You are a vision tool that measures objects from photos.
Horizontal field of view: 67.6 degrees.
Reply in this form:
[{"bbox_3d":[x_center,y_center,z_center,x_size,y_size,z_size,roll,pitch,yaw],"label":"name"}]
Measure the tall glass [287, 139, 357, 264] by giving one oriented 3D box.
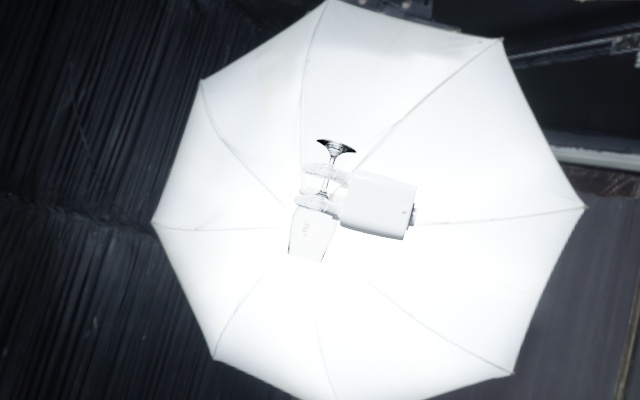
[{"bbox_3d":[0.000,0.002,0.809,0.079,0.201,0.079,16,-6,2],"label":"tall glass"}]
